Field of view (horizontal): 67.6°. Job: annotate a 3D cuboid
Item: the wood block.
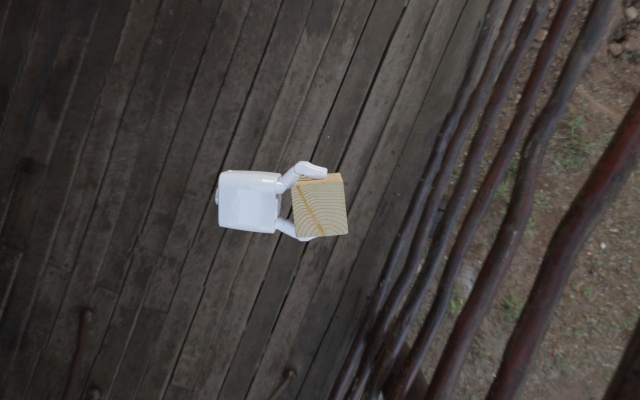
[{"bbox_3d":[0.000,0.003,0.891,0.090,0.091,0.206,-5,7,2],"label":"wood block"}]
